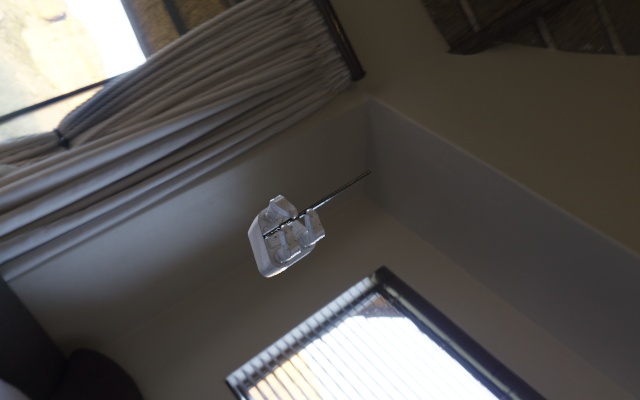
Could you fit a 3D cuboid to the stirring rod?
[{"bbox_3d":[0.000,0.003,0.822,0.239,0.011,0.011,-32,16,-28],"label":"stirring rod"}]
